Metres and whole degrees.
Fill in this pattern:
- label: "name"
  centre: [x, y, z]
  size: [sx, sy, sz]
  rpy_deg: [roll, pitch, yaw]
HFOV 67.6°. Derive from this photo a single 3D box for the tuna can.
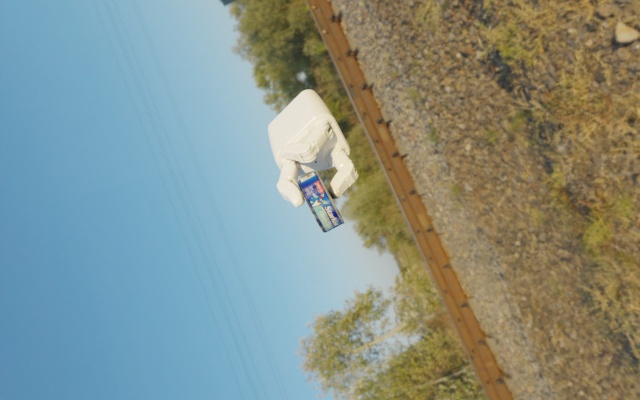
- label: "tuna can"
  centre: [0.000, 0.003, 0.680]
  size: [0.034, 0.086, 0.086]
  rpy_deg: [-28, 0, 1]
